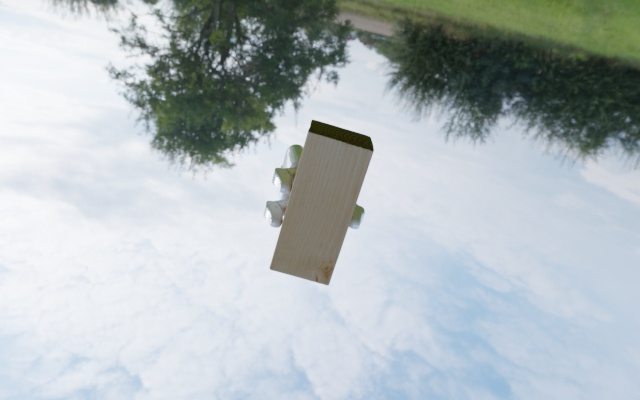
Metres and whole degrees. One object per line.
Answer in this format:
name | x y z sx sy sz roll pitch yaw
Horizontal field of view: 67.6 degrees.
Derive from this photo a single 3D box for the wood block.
wood block | 0.000 0.002 0.681 0.091 0.206 0.090 16 20 -3
